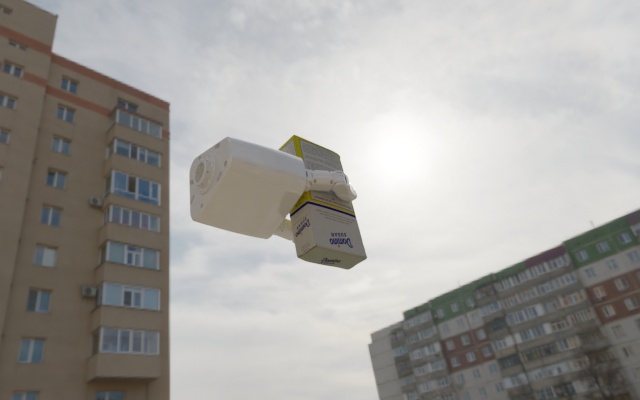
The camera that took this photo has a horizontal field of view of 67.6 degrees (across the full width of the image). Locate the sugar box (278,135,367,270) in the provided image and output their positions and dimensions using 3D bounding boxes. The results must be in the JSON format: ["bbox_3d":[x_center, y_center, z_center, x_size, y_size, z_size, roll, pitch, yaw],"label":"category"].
[{"bbox_3d":[0.000,0.002,0.649,0.093,0.176,0.048,18,-41,-38],"label":"sugar box"}]
